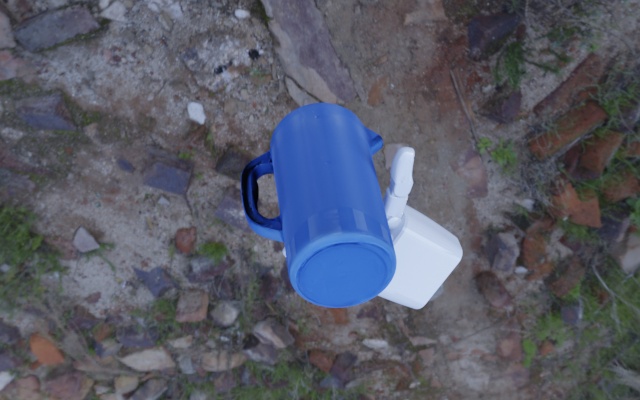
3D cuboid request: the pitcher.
[{"bbox_3d":[0.000,0.002,0.557,0.145,0.149,0.242,27,30,-26],"label":"pitcher"}]
